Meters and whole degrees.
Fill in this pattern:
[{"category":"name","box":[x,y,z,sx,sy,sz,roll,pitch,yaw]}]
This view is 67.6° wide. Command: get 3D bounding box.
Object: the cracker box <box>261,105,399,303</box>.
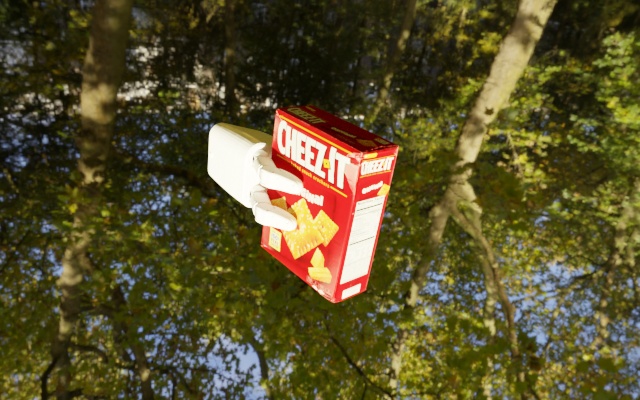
[{"category":"cracker box","box":[0.000,0.002,0.633,0.072,0.214,0.164,-16,36,-40]}]
